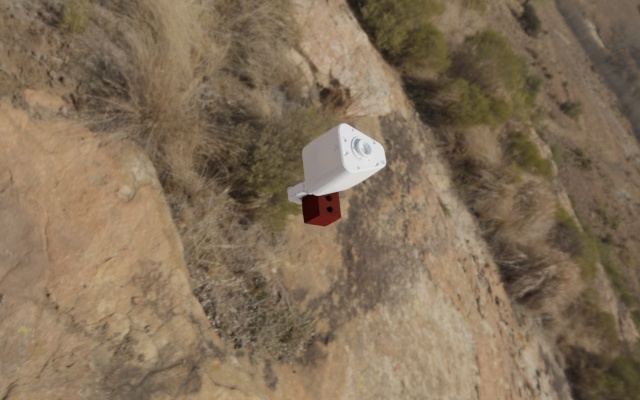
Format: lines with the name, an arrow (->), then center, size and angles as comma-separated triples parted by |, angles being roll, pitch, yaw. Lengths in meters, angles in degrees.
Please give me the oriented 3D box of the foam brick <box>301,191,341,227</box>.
foam brick -> 0.000, 0.003, 0.895 | 0.053, 0.078, 0.051 | 8, -24, -37
